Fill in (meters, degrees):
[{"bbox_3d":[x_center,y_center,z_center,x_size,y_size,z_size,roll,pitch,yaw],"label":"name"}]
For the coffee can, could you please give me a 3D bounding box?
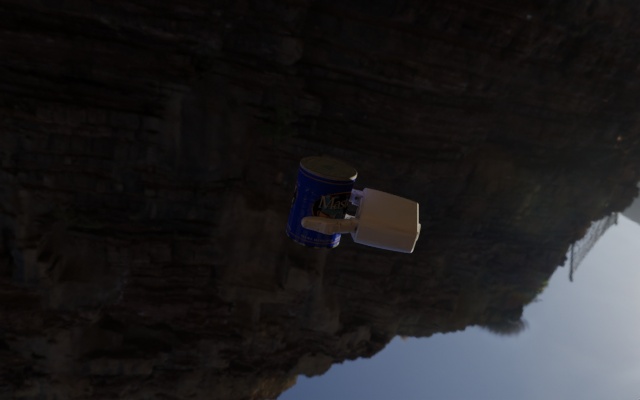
[{"bbox_3d":[0.000,0.003,0.867,0.103,0.140,0.102,12,21,-5],"label":"coffee can"}]
